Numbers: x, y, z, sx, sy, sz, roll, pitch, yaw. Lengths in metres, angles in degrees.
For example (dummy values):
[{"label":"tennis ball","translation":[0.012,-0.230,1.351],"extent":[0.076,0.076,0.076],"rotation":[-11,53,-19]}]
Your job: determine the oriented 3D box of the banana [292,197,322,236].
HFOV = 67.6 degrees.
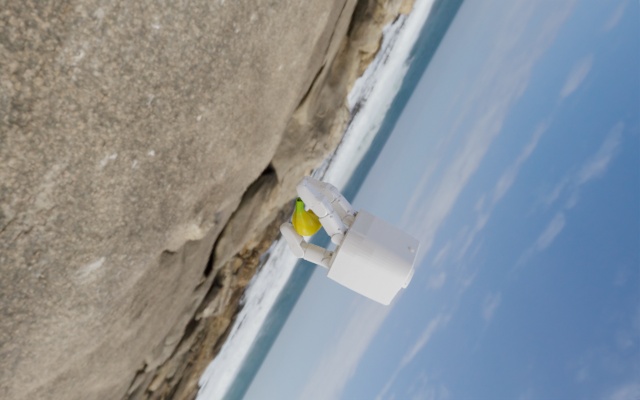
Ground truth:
[{"label":"banana","translation":[-0.008,0.020,0.779],"extent":[0.037,0.069,0.198],"rotation":[26,13,9]}]
